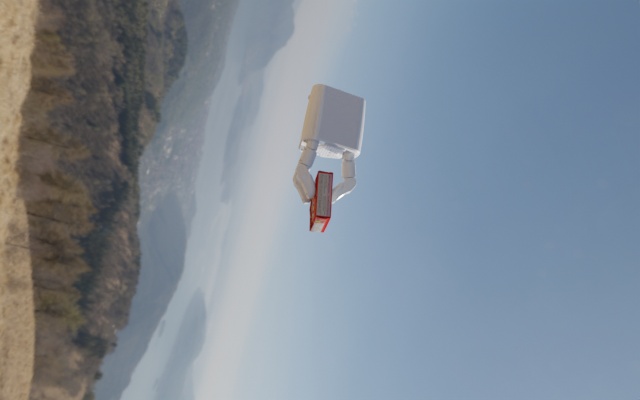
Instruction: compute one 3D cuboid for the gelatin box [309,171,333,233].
[{"bbox_3d":[0.001,0.003,0.841,0.030,0.089,0.073,6,-24,-8],"label":"gelatin box"}]
